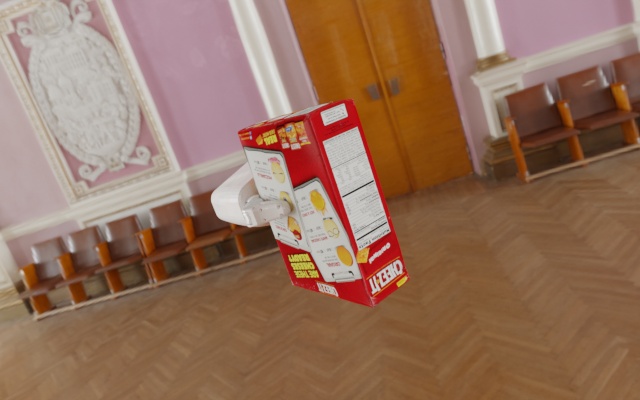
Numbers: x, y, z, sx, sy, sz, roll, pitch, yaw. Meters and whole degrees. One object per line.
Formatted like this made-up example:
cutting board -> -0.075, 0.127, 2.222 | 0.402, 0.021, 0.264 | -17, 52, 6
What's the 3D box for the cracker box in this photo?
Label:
cracker box -> 0.000, 0.002, 0.554 | 0.072, 0.214, 0.164 | -28, 15, -31
